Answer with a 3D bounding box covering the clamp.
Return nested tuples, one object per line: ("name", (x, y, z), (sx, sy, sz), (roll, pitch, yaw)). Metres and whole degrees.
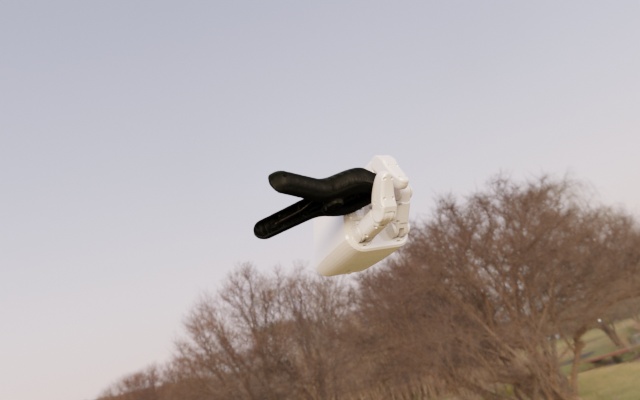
("clamp", (0.000, 0.001, 0.570), (0.171, 0.039, 0.120), (-4, -27, -30))
